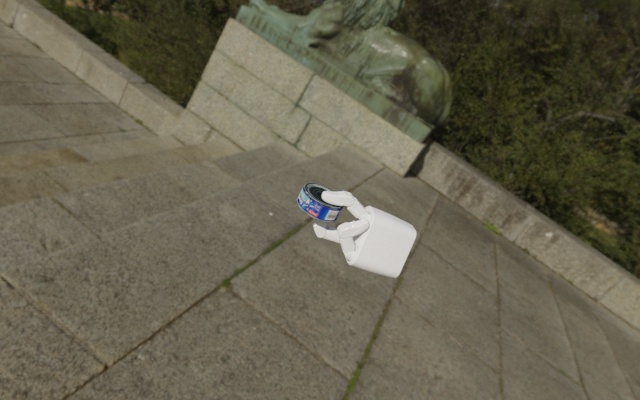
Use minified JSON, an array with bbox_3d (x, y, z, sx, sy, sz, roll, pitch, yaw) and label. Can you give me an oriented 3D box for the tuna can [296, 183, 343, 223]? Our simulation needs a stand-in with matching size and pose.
[{"bbox_3d":[0.000,0.002,0.899,0.086,0.034,0.086,23,24,-11],"label":"tuna can"}]
